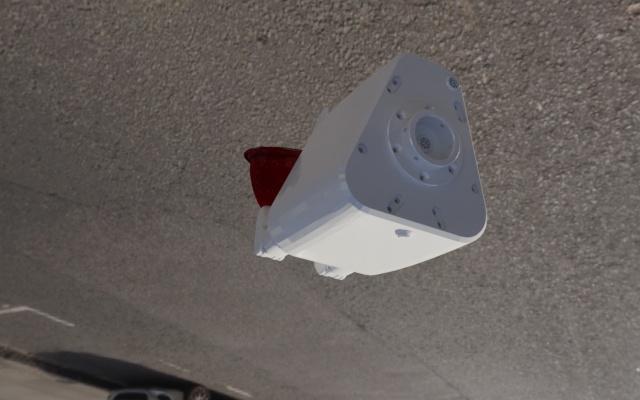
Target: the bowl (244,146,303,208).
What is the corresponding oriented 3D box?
[{"bbox_3d":[0.000,0.002,0.451,0.162,0.055,0.162,14,-8,2],"label":"bowl"}]
